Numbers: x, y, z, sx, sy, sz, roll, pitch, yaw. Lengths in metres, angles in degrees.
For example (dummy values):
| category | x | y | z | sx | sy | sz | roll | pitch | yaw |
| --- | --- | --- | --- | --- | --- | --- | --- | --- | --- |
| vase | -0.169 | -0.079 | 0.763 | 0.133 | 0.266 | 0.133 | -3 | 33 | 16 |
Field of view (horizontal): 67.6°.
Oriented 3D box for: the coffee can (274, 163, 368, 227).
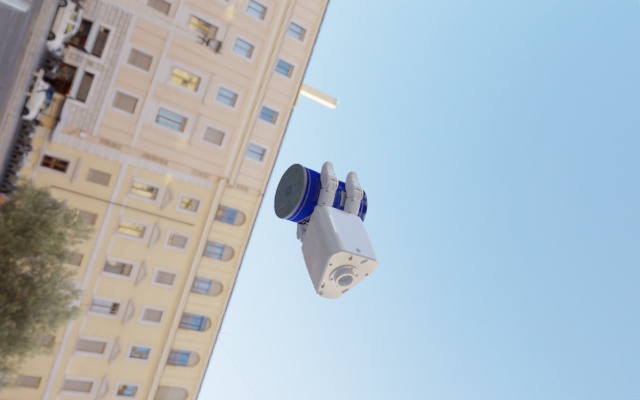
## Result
| category | x | y | z | sx | sy | sz | roll | pitch | yaw |
| --- | --- | --- | --- | --- | --- | --- | --- | --- | --- |
| coffee can | 0.000 | 0.003 | 0.873 | 0.140 | 0.103 | 0.103 | 19 | -10 | -29 |
